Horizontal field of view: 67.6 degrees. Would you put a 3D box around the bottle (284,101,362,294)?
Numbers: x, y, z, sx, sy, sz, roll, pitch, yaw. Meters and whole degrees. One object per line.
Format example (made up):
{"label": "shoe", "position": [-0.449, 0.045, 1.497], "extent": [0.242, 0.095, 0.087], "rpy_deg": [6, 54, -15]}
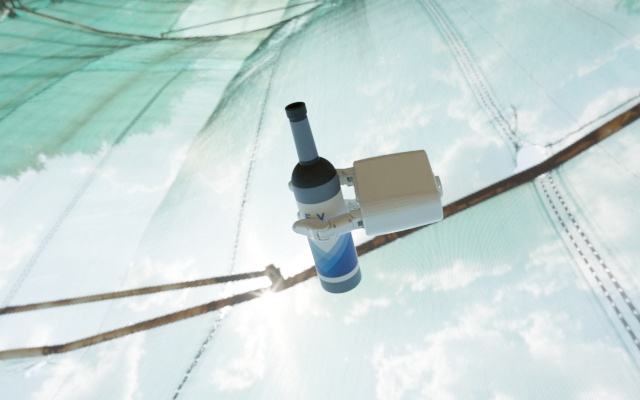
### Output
{"label": "bottle", "position": [0.000, 0.002, 0.677], "extent": [0.069, 0.296, 0.069], "rpy_deg": [-11, 31, 7]}
